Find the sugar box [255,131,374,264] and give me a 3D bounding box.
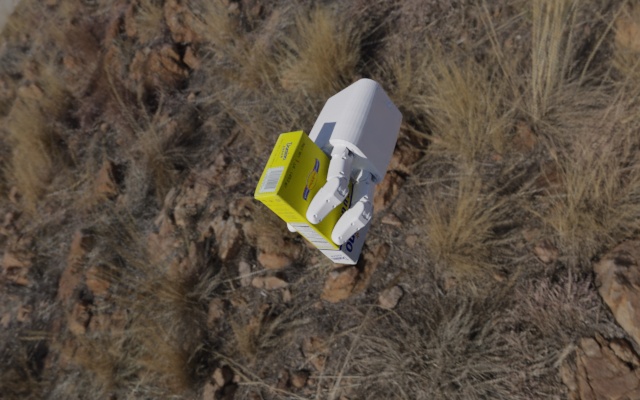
[{"bbox_3d":[0.000,0.002,0.609,0.048,0.093,0.176,-3,-33,43],"label":"sugar box"}]
